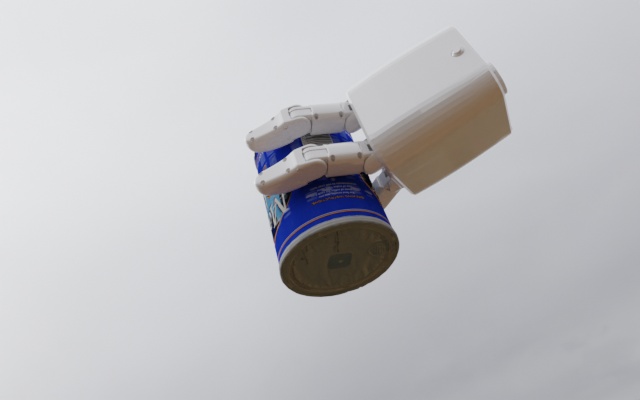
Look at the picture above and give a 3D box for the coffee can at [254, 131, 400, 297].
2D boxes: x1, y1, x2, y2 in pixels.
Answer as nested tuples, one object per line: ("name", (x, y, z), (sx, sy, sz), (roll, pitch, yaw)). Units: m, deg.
("coffee can", (0.000, 0.002, 0.439), (0.103, 0.140, 0.103), (-11, -41, -9))
